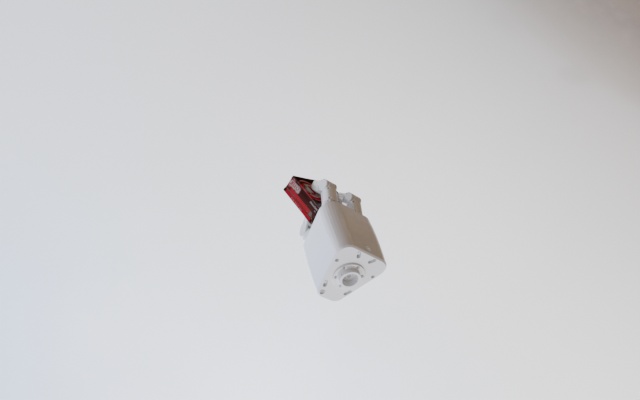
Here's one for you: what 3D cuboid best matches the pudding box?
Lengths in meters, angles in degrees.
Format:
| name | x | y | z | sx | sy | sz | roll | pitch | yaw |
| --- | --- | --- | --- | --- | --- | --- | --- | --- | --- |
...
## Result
| name | x | y | z | sx | sy | sz | roll | pitch | yaw |
| --- | --- | --- | --- | --- | --- | --- | --- | --- | --- |
| pudding box | 0.000 | 0.003 | 0.850 | 0.113 | 0.039 | 0.090 | 11 | 35 | -54 |
